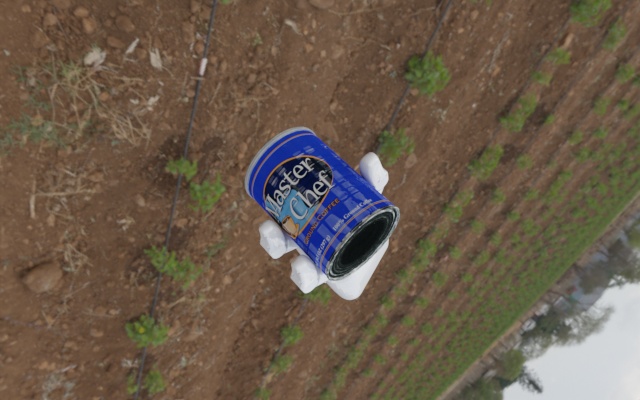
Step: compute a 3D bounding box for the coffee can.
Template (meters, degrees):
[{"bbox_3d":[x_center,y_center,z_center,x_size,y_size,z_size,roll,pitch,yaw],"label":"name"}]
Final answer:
[{"bbox_3d":[0.000,0.001,0.517,0.140,0.103,0.103,44,22,25],"label":"coffee can"}]
